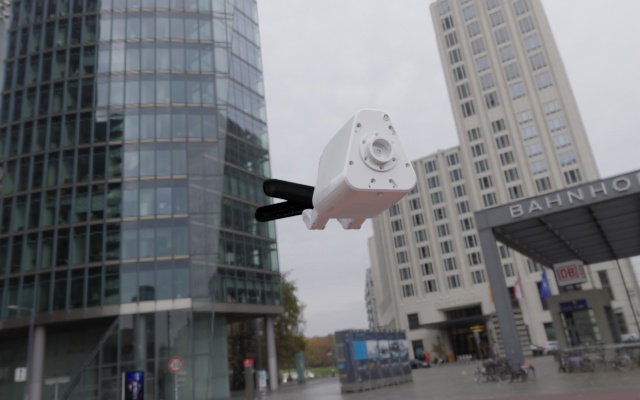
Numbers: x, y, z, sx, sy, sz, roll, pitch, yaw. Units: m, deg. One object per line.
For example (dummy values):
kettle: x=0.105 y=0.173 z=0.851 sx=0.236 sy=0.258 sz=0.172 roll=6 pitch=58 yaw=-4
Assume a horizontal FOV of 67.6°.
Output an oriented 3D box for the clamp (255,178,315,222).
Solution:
clamp: x=0.001 y=0.002 z=0.730 sx=0.210 sy=0.036 sz=0.164 roll=0 pitch=-15 yaw=-19
